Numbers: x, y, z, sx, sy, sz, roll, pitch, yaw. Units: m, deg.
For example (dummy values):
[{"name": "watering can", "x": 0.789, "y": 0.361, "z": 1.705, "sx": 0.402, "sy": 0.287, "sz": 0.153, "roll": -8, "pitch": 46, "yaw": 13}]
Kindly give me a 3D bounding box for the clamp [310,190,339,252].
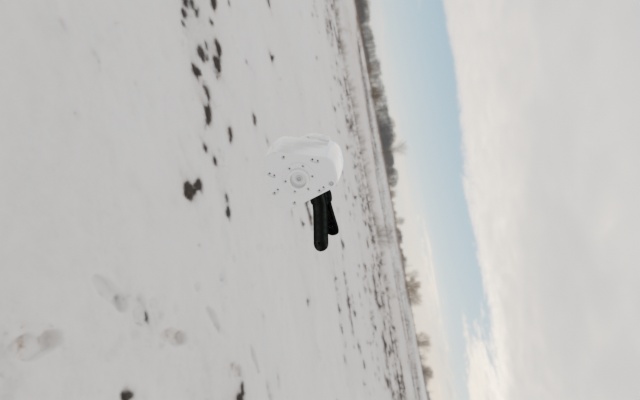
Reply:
[{"name": "clamp", "x": 0.001, "y": 0.002, "z": 0.836, "sx": 0.039, "sy": 0.171, "sz": 0.120, "roll": -10, "pitch": 17, "yaw": 9}]
